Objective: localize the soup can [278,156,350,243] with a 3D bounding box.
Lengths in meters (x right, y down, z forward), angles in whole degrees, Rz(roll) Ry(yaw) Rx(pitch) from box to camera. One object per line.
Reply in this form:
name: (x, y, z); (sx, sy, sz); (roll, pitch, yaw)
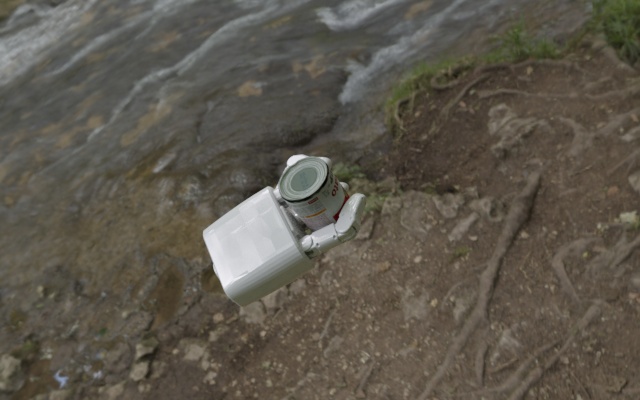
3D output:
soup can: (0.000, 0.002, 0.592); (0.068, 0.068, 0.102); (0, -34, 31)
